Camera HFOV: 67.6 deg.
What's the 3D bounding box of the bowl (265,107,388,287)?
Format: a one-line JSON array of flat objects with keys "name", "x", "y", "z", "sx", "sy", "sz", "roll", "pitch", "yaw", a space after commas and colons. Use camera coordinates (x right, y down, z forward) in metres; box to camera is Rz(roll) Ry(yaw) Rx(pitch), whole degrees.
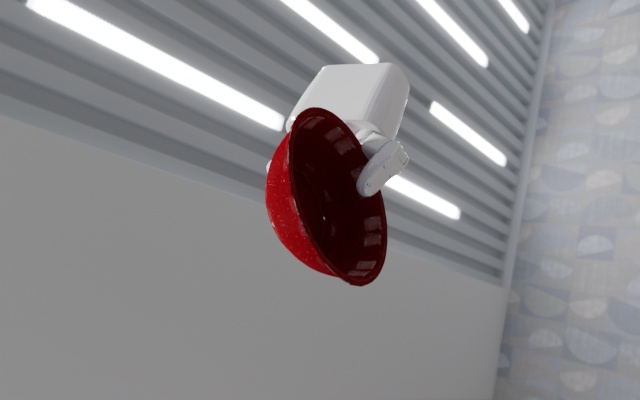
[{"name": "bowl", "x": -0.001, "y": 0.002, "z": 0.429, "sx": 0.055, "sy": 0.162, "sz": 0.162, "roll": -18, "pitch": -9, "yaw": 29}]
